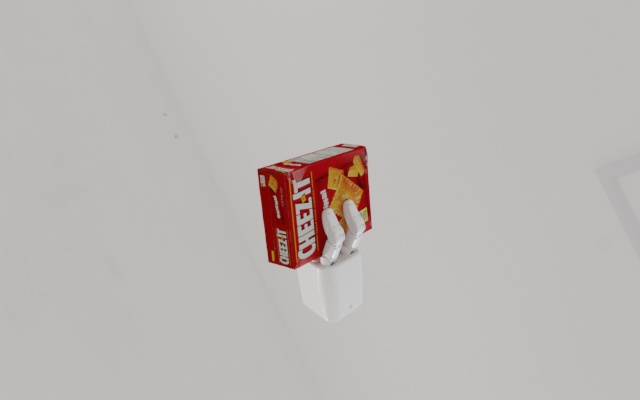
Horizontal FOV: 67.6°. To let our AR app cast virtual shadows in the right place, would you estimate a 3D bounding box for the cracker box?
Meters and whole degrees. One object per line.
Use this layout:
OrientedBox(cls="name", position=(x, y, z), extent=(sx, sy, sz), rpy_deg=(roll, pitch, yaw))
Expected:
OrientedBox(cls="cracker box", position=(0.000, 0.003, 0.825), extent=(0.072, 0.164, 0.213), rpy_deg=(10, 22, 40))
